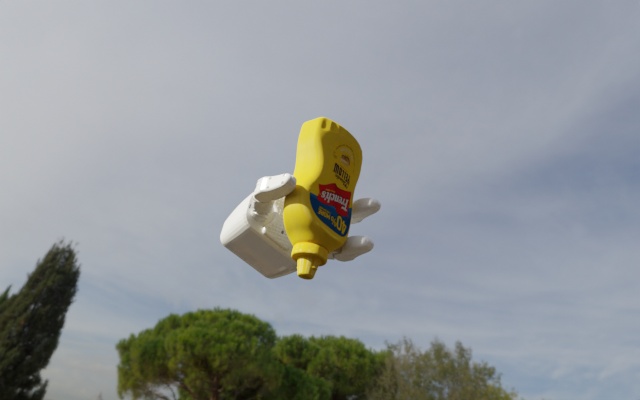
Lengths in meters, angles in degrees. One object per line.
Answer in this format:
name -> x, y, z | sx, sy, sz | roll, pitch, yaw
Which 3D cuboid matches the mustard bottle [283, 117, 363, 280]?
mustard bottle -> 0.000, 0.002, 0.570 | 0.058, 0.191, 0.096 | -10, -35, 36
